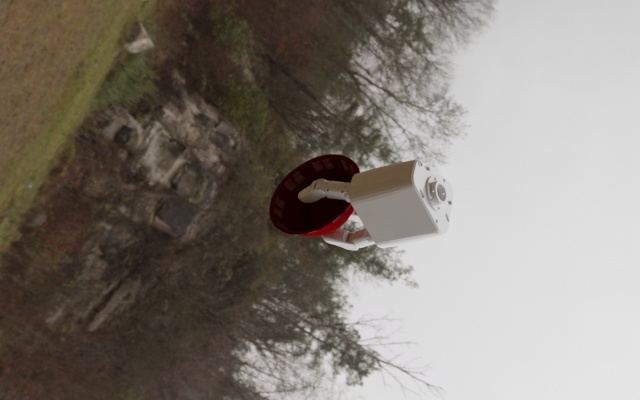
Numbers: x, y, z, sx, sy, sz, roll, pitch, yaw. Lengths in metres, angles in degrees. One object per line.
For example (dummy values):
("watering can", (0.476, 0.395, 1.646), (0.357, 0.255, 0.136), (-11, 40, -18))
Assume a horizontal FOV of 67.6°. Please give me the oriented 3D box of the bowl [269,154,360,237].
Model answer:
("bowl", (-0.001, 0.003, 0.767), (0.162, 0.162, 0.055), (0, -38, 34))
